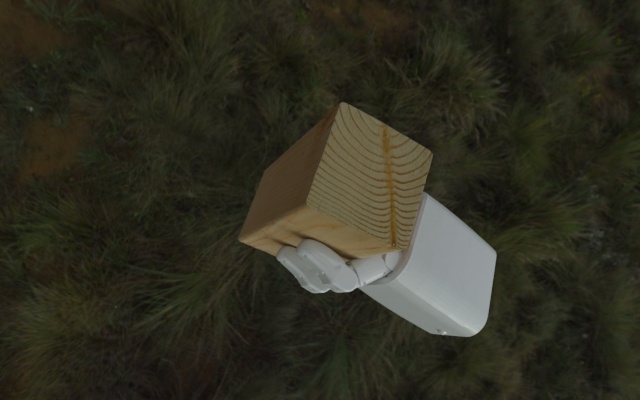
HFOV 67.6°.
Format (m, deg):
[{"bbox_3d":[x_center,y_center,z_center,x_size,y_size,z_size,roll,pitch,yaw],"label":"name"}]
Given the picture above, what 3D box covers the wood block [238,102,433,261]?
[{"bbox_3d":[0.001,0.001,0.451,0.090,0.090,0.206,26,-20,-16],"label":"wood block"}]
